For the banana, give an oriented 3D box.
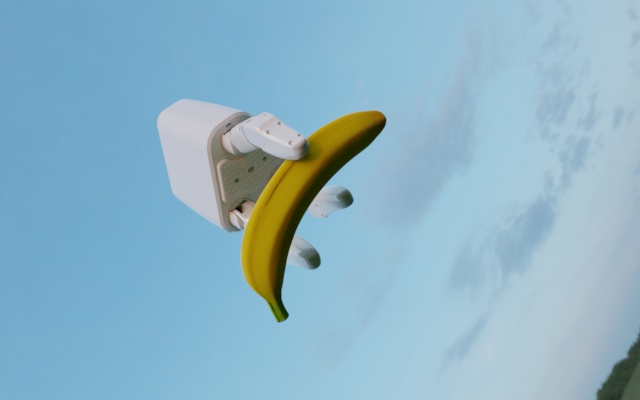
[{"bbox_3d":[-0.012,-0.004,0.387,0.037,0.198,0.070,20,-12,45],"label":"banana"}]
